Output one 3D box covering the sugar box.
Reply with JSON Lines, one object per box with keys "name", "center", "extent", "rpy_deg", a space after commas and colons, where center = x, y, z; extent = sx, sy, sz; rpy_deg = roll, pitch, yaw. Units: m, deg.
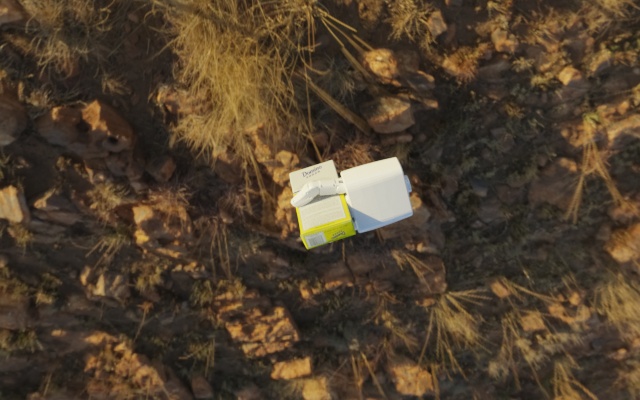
{"name": "sugar box", "center": [0.000, 0.003, 0.886], "extent": [0.093, 0.048, 0.176], "rpy_deg": [-17, 39, 3]}
